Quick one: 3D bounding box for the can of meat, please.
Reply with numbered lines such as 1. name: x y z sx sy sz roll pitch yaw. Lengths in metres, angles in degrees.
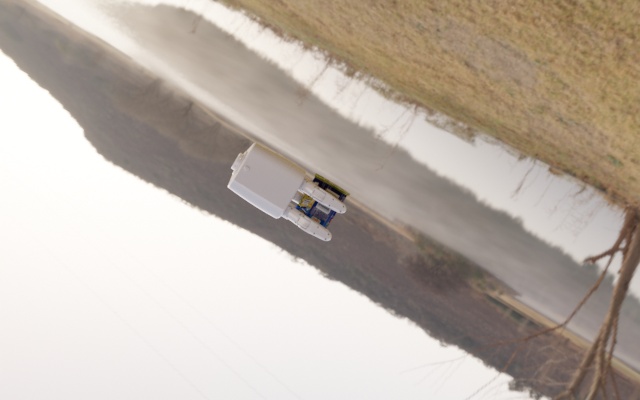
1. can of meat: 0.000 0.003 0.882 0.057 0.084 0.102 32 1 -18
